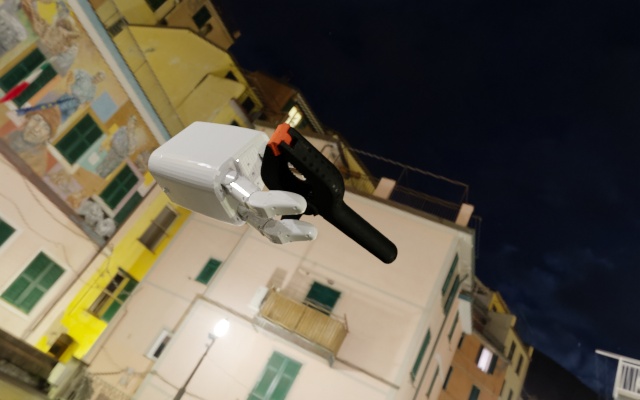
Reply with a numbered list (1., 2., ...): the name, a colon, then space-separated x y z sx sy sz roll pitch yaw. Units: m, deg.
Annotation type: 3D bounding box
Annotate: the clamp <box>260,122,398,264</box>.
1. clamp: 0.000 0.001 0.527 0.164 0.036 0.210 12 -33 22
